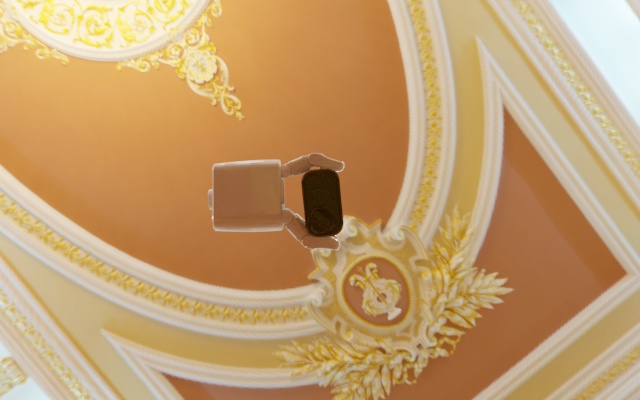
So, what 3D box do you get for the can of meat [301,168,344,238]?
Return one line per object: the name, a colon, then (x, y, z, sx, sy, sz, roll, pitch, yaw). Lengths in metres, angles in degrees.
can of meat: (0.000, 0.002, 0.748, 0.057, 0.102, 0.084, -6, 2, -4)
